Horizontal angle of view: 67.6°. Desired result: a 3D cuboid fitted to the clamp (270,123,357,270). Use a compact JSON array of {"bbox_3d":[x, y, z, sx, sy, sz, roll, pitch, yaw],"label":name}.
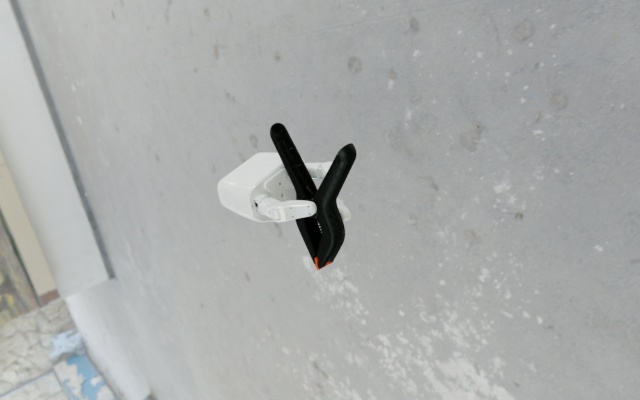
[{"bbox_3d":[-0.001,0.003,0.643,0.036,0.210,0.164,-23,23,-31],"label":"clamp"}]
